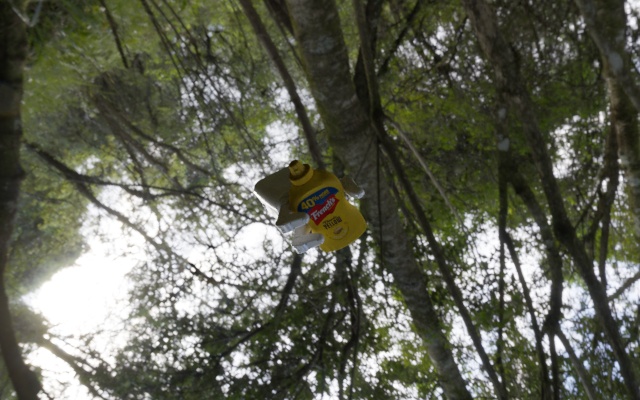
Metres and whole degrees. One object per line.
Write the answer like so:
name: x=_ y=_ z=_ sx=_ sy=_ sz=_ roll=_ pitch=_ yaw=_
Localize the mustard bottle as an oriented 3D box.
mustard bottle: x=0.000 y=0.003 z=0.833 sx=0.096 sy=0.192 sz=0.058 roll=-30 pitch=35 yaw=7
